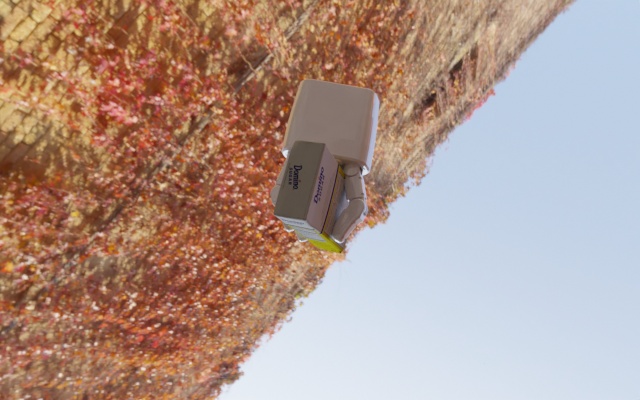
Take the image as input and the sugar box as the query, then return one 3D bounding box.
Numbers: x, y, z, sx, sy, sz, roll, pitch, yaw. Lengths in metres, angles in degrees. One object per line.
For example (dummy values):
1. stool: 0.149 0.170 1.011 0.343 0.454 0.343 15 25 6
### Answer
1. sugar box: 0.000 0.002 0.599 0.048 0.093 0.176 9 -15 21
